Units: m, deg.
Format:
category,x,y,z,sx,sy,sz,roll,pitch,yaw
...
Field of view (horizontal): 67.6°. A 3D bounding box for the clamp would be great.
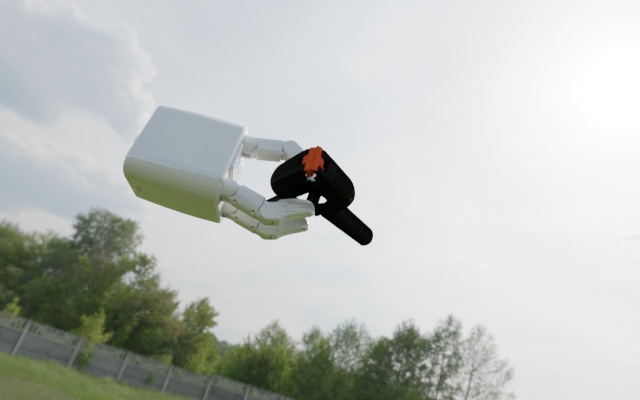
category,x,y,z,sx,sy,sz,roll,pitch,yaw
clamp,0.000,0.001,0.558,0.164,0.036,0.210,14,-23,-3
